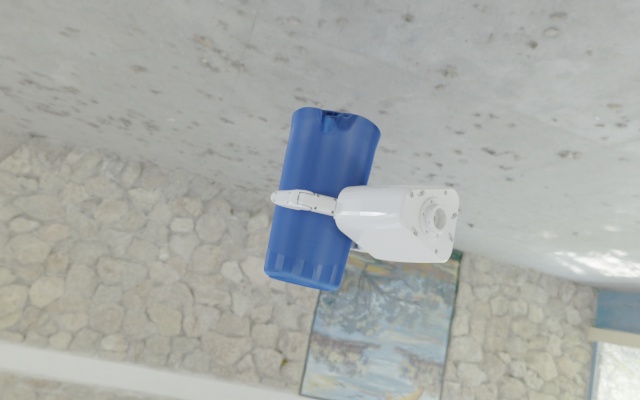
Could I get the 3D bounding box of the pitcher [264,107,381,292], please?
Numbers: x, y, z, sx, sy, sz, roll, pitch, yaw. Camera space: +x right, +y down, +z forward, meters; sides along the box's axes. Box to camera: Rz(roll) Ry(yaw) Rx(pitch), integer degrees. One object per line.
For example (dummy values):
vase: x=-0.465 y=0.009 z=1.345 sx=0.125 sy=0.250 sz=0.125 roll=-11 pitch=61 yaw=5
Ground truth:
pitcher: x=0.000 y=0.002 z=0.689 sx=0.149 sy=0.242 sz=0.145 roll=22 pitch=-15 yaw=-37
